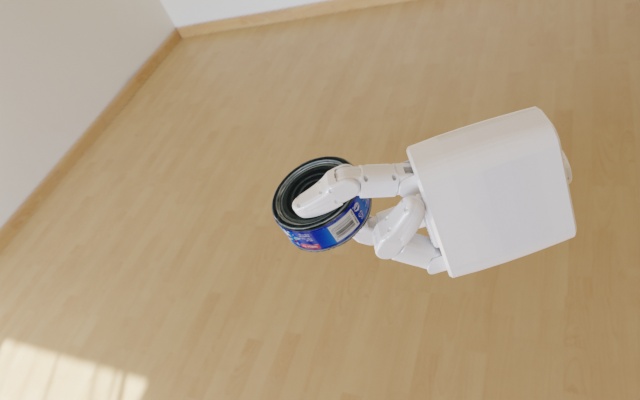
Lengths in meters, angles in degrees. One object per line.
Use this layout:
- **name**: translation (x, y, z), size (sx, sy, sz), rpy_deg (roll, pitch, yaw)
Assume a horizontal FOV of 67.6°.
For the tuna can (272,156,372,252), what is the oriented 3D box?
- **tuna can**: translation (0.000, 0.001, 0.427), size (0.086, 0.086, 0.034), rpy_deg (0, -38, 31)
